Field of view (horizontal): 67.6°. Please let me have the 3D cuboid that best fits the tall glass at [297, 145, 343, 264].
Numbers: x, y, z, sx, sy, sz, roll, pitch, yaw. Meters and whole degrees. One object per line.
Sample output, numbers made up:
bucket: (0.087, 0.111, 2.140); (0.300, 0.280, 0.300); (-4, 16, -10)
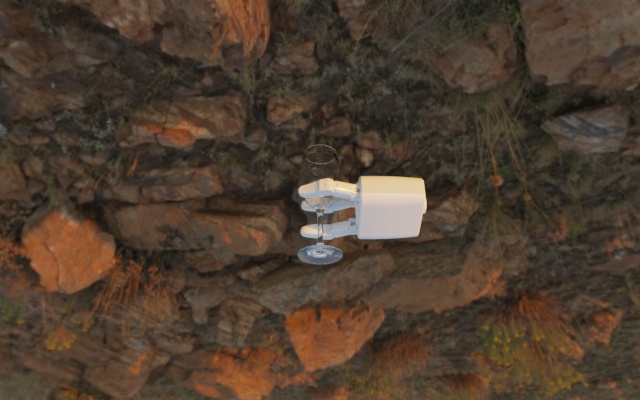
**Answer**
tall glass: (0.000, 0.003, 0.821); (0.079, 0.201, 0.079); (0, -30, 0)
